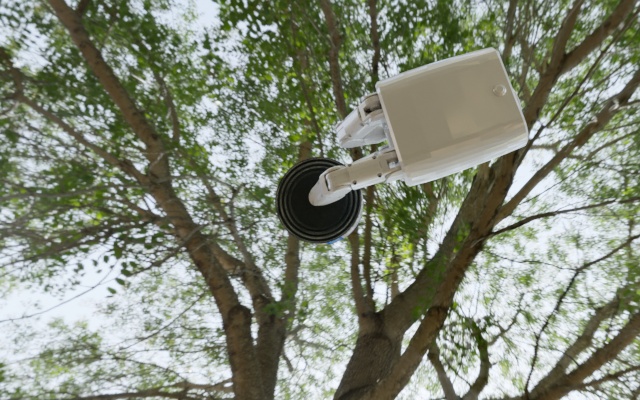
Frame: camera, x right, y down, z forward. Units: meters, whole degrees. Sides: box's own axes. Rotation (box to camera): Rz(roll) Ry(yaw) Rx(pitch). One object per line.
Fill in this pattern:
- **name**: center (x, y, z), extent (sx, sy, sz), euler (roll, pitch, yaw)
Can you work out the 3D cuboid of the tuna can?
- **tuna can**: center (0.000, 0.002, 0.480), extent (0.086, 0.086, 0.034), euler (0, -8, 10)
